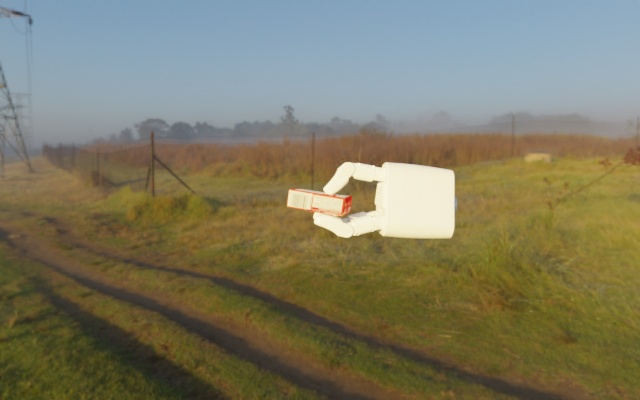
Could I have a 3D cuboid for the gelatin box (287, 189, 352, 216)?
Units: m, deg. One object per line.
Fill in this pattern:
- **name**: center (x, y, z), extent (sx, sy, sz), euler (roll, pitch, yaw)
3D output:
- **gelatin box**: center (0.000, 0.002, 0.738), extent (0.089, 0.030, 0.073), euler (9, 4, 10)
